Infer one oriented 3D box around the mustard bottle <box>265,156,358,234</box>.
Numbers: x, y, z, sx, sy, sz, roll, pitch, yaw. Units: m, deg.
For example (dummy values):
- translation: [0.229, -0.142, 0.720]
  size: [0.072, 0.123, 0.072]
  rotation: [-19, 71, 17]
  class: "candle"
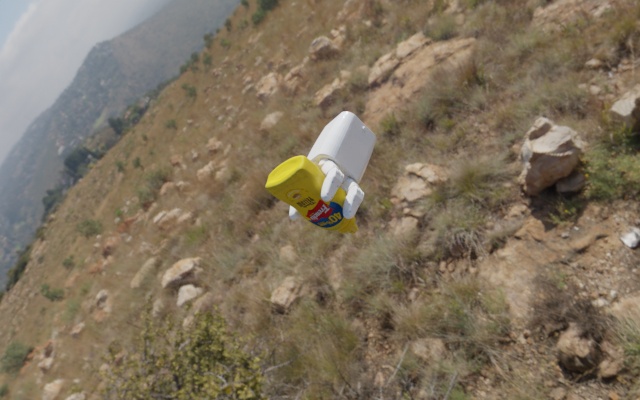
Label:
- translation: [0.000, 0.003, 0.856]
  size: [0.096, 0.058, 0.192]
  rotation: [-27, -53, 35]
  class: "mustard bottle"
